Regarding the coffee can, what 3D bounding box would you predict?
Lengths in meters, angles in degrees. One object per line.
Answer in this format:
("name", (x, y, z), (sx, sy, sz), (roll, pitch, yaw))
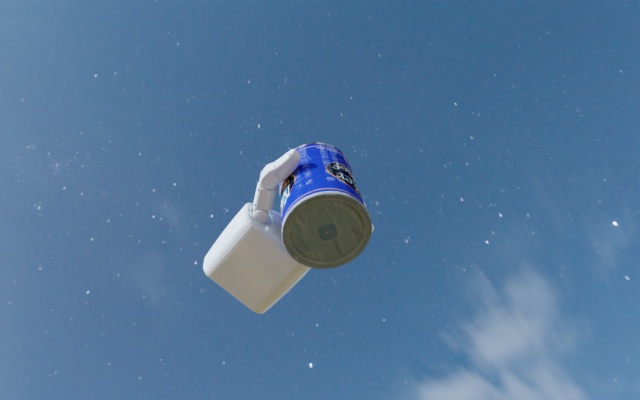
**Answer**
("coffee can", (0.000, 0.002, 0.596), (0.103, 0.103, 0.140), (0, 30, -7))
